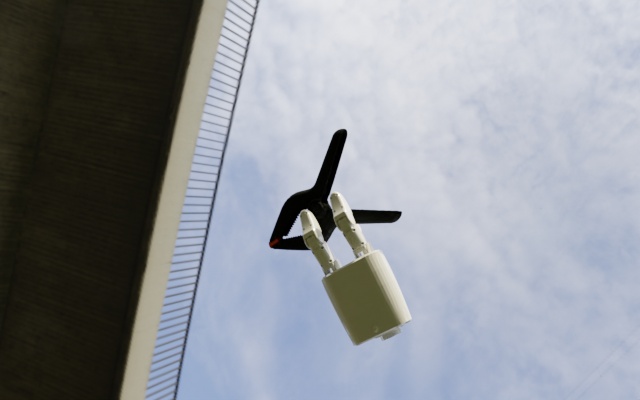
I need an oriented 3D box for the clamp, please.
[{"bbox_3d":[0.000,0.003,0.727,0.210,0.164,0.036,-31,-19,21],"label":"clamp"}]
